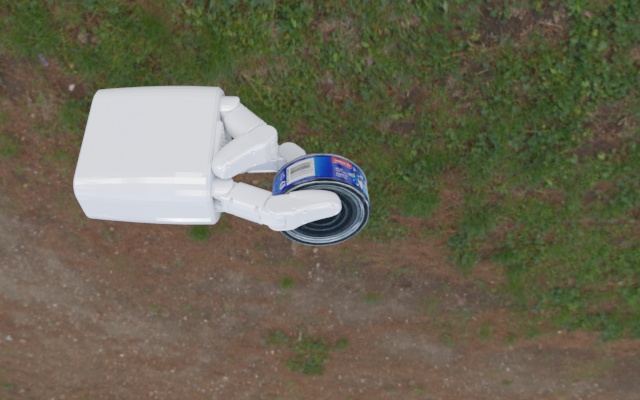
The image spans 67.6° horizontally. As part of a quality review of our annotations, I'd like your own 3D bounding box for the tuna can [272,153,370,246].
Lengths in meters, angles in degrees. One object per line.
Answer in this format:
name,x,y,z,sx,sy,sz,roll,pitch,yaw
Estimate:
tuna can,0.000,0.002,0.418,0.086,0.033,0.086,-2,-44,-2
